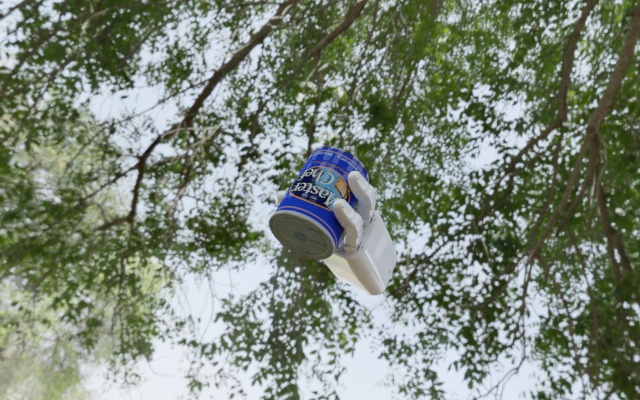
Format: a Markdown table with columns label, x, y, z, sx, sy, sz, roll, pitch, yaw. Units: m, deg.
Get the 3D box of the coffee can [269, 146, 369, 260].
| label | x | y | z | sx | sy | sz | roll | pitch | yaw |
| --- | --- | --- | --- | --- | --- | --- | --- | --- | --- |
| coffee can | 0.000 | 0.002 | 0.714 | 0.103 | 0.140 | 0.103 | 20 | -35 | 14 |
